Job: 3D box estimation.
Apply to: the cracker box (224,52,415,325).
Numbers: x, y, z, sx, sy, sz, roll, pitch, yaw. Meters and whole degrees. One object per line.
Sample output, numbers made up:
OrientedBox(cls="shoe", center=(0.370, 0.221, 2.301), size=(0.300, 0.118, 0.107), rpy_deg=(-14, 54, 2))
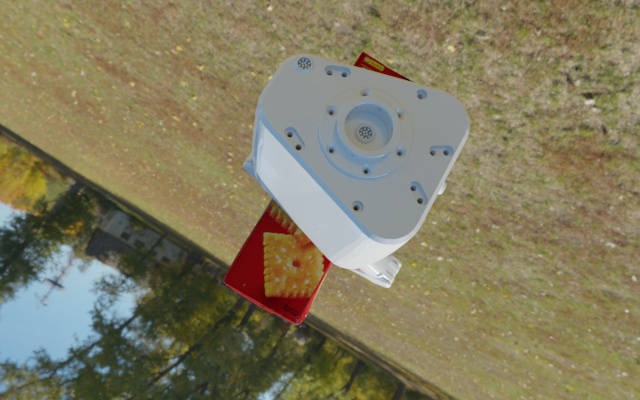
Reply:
OrientedBox(cls="cracker box", center=(0.000, 0.001, 0.435), size=(0.072, 0.213, 0.164), rpy_deg=(31, -14, 0))
